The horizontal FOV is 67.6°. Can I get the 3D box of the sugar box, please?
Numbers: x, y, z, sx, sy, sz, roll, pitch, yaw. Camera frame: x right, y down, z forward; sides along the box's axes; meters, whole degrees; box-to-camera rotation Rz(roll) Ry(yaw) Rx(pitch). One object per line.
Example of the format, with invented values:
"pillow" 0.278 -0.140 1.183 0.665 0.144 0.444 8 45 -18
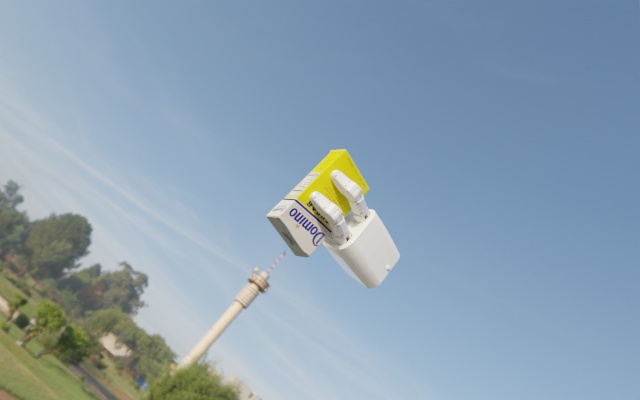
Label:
"sugar box" 0.001 0.003 0.803 0.048 0.093 0.176 0 41 51
